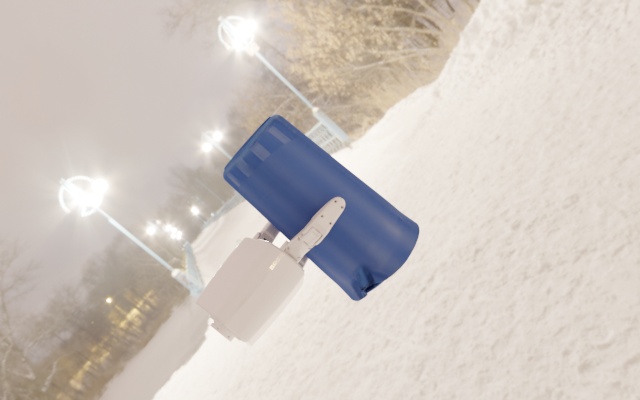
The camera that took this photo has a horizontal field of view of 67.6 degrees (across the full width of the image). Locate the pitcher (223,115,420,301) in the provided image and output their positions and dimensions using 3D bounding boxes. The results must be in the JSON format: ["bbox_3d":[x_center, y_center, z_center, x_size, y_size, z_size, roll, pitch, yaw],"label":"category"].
[{"bbox_3d":[0.000,0.002,0.626,0.243,0.145,0.149,41,-18,-9],"label":"pitcher"}]
